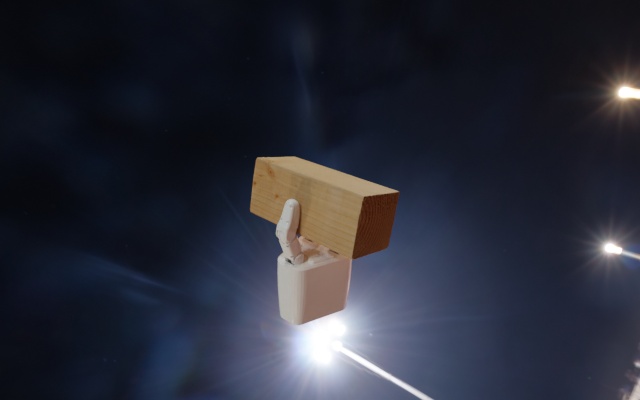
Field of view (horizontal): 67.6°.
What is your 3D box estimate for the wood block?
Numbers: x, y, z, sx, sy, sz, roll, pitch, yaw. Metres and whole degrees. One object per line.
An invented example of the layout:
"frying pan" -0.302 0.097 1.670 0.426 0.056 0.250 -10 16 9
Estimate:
"wood block" 0.000 0.003 0.708 0.206 0.090 0.091 21 19 37
